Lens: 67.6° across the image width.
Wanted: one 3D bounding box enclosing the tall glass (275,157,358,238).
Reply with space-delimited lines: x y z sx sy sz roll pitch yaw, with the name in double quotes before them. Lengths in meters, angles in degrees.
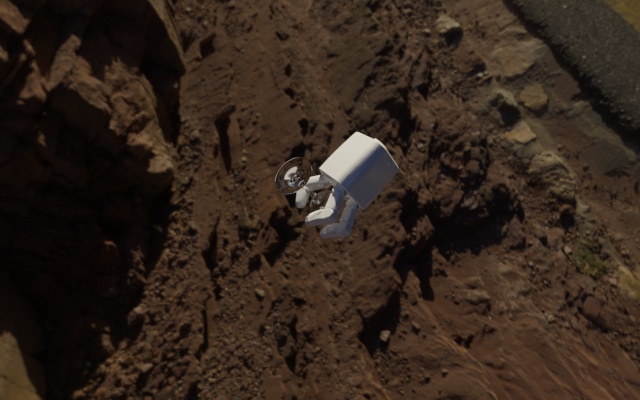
"tall glass" 0.000 0.003 0.898 0.079 0.079 0.201 0 -28 33
